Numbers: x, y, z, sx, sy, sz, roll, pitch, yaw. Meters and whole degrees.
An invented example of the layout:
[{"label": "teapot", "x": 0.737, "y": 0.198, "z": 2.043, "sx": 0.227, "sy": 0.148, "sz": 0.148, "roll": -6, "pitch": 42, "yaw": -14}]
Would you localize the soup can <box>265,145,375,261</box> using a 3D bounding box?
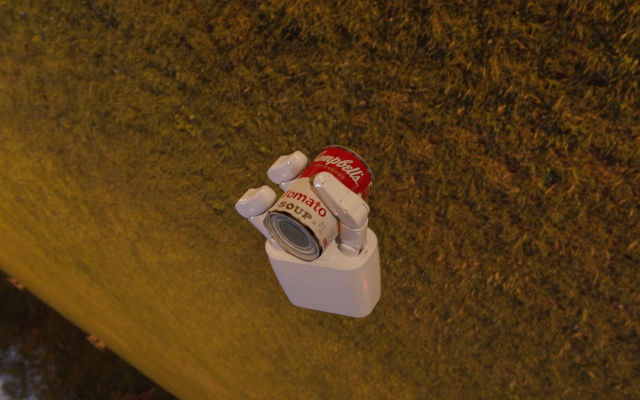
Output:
[{"label": "soup can", "x": 0.000, "y": 0.001, "z": 0.481, "sx": 0.068, "sy": 0.068, "sz": 0.102, "roll": 0, "pitch": 42, "yaw": 48}]
